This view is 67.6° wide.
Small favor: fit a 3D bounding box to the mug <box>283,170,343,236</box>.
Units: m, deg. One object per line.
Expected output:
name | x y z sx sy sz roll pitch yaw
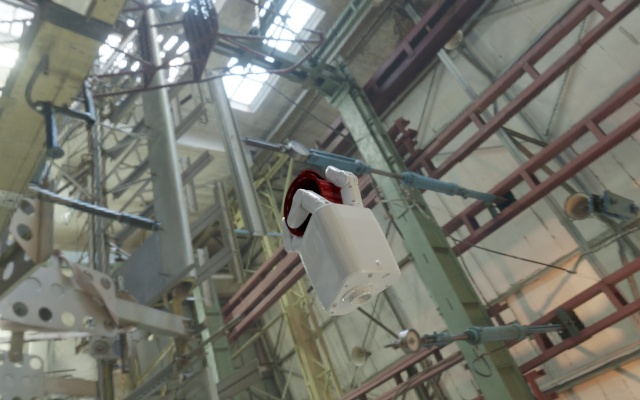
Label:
mug | 0.000 0.001 0.727 0.081 0.117 0.093 11 -46 -39
